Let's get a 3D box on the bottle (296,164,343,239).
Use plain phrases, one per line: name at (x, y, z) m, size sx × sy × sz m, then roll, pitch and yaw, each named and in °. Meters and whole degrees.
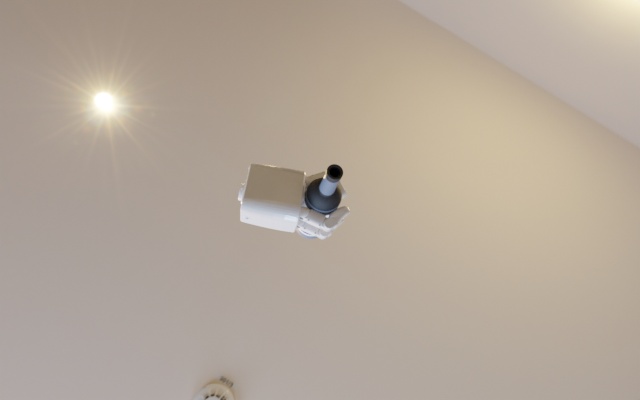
bottle at (0.000, 0.003, 0.900) m, size 0.069 × 0.069 × 0.296 m, roll 0°, pitch -19°, yaw -10°
